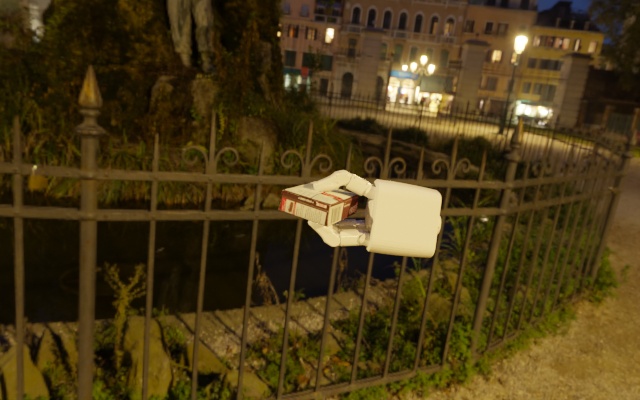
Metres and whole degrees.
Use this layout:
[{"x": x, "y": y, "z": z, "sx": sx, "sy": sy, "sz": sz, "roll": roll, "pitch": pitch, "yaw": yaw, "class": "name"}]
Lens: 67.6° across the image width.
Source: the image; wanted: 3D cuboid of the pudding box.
[{"x": 0.000, "y": 0.002, "z": 0.777, "sx": 0.090, "sy": 0.039, "sz": 0.113, "roll": 17, "pitch": 15, "yaw": 24, "class": "pudding box"}]
